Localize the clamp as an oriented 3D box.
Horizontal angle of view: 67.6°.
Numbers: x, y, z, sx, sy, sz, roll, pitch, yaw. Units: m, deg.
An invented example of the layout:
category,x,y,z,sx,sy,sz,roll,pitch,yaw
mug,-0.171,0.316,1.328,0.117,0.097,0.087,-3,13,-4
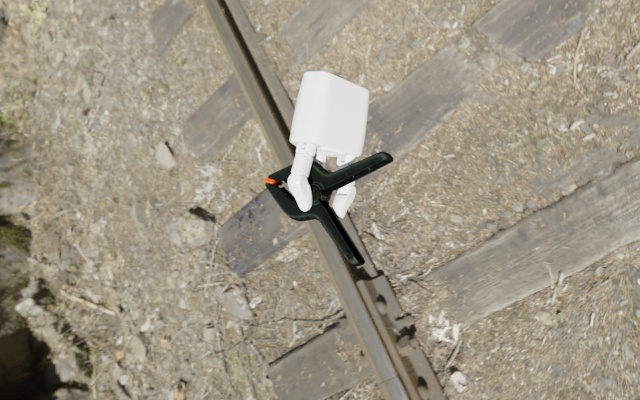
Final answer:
category,x,y,z,sx,sy,sz,roll,pitch,yaw
clamp,-0.001,0.002,0.715,0.210,0.164,0.036,8,-4,33
